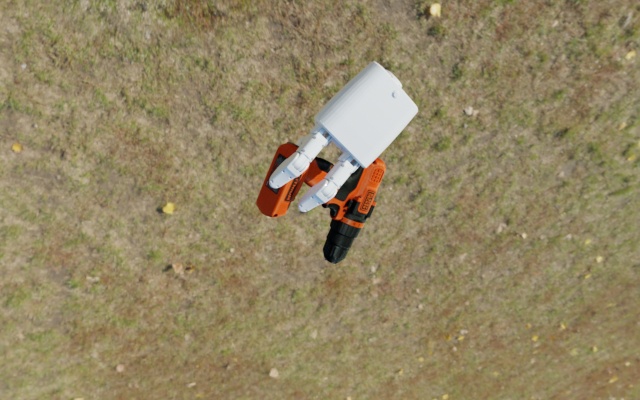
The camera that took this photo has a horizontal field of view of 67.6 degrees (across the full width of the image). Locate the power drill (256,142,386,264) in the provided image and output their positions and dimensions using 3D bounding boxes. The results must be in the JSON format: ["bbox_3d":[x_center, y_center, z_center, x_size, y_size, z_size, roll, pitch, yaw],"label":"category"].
[{"bbox_3d":[0.000,0.002,0.715,0.188,0.184,0.057,15,11,-41],"label":"power drill"}]
